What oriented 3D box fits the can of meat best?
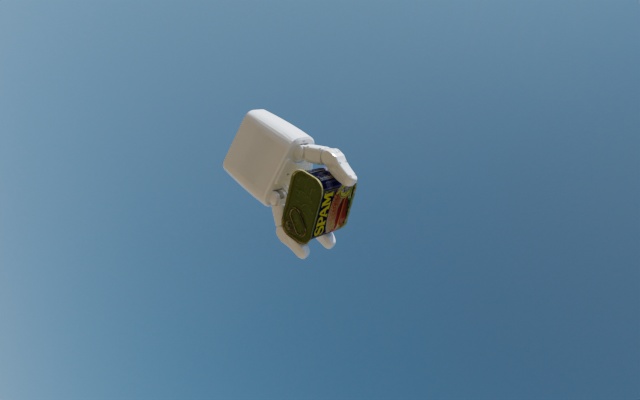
[{"bbox_3d":[0.000,0.002,0.670,0.057,0.102,0.084,32,31,32],"label":"can of meat"}]
